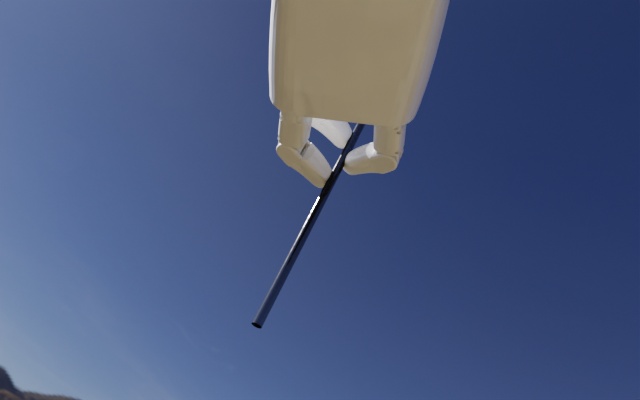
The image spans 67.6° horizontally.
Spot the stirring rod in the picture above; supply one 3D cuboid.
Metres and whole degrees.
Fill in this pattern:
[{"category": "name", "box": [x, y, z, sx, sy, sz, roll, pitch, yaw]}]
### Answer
[{"category": "stirring rod", "box": [0.000, 0.001, 0.406, 0.011, 0.239, 0.011, 18, -37, 14]}]
